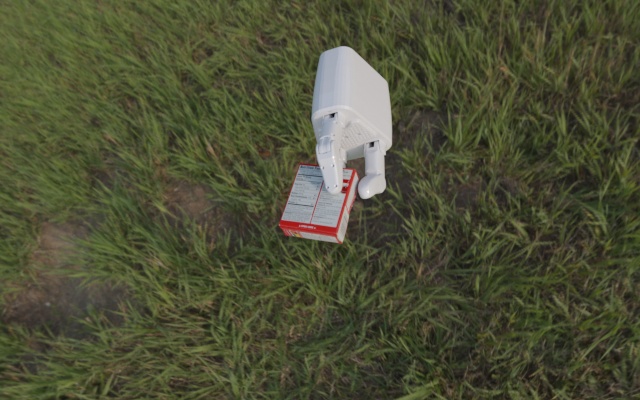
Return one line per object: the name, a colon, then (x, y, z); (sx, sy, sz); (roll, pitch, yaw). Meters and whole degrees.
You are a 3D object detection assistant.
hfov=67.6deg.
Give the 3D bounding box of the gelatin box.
gelatin box: (0.000, 0.002, 0.562); (0.073, 0.089, 0.030); (7, -27, 21)
